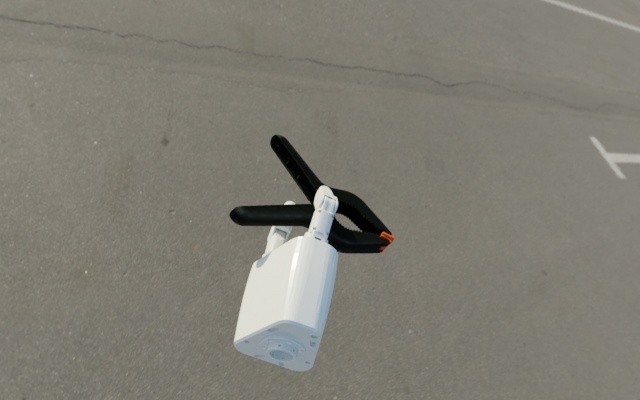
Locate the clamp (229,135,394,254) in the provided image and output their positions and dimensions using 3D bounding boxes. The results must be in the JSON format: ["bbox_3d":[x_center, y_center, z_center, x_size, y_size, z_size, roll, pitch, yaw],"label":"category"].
[{"bbox_3d":[0.001,0.002,0.622,0.210,0.164,0.036,23,-44,-13],"label":"clamp"}]
